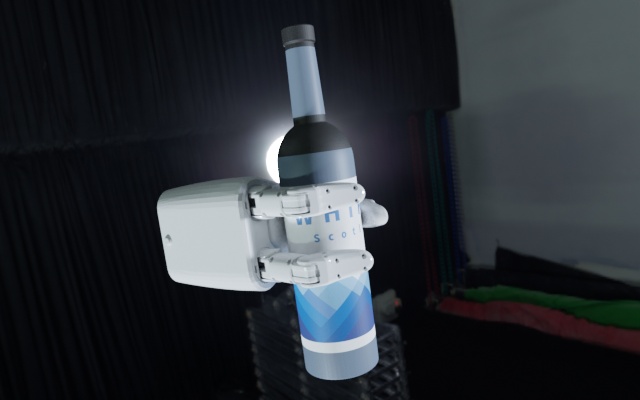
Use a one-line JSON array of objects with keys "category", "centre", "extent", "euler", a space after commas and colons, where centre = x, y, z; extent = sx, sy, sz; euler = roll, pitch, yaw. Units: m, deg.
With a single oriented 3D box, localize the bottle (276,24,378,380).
[{"category": "bottle", "centre": [0.000, 0.002, 0.415], "extent": [0.069, 0.296, 0.069], "euler": [-8, 7, 1]}]
